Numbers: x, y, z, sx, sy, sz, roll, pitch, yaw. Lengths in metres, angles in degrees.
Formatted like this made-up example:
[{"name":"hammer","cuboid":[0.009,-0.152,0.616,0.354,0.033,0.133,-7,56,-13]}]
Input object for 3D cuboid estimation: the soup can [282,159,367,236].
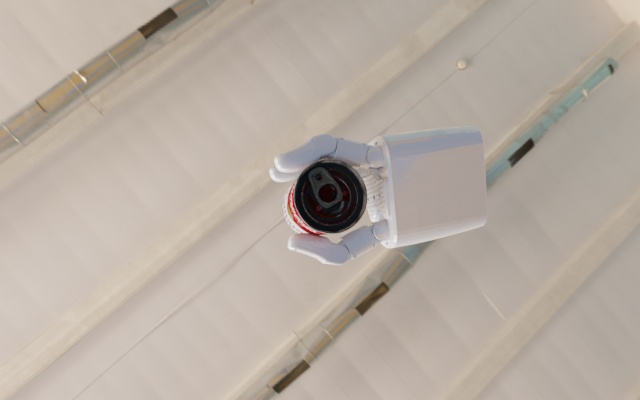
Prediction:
[{"name":"soup can","cuboid":[0.000,0.002,0.478,0.068,0.068,0.102,0,-6,-11]}]
